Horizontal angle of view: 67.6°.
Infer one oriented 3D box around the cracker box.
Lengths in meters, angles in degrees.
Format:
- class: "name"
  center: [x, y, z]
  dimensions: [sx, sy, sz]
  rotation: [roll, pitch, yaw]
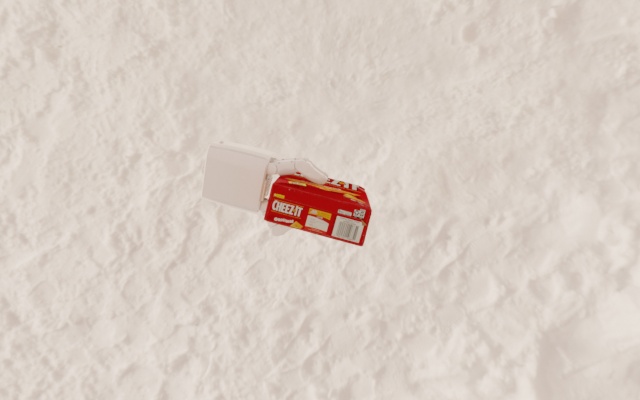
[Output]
- class: "cracker box"
  center: [0.000, 0.003, 0.843]
  dimensions: [0.164, 0.072, 0.213]
  rotation: [15, 11, 0]
